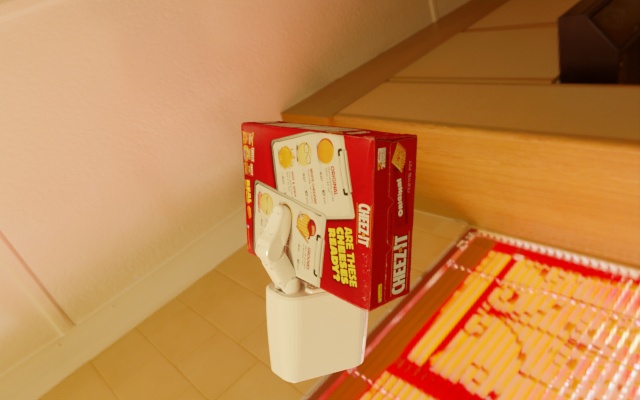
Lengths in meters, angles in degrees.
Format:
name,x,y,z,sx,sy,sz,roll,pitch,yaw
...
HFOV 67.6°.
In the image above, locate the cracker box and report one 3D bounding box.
name,x,y,z,sx,sy,sz,roll,pitch,yaw
cracker box,0.000,0.002,0.519,0.072,0.164,0.213,-12,18,-40
